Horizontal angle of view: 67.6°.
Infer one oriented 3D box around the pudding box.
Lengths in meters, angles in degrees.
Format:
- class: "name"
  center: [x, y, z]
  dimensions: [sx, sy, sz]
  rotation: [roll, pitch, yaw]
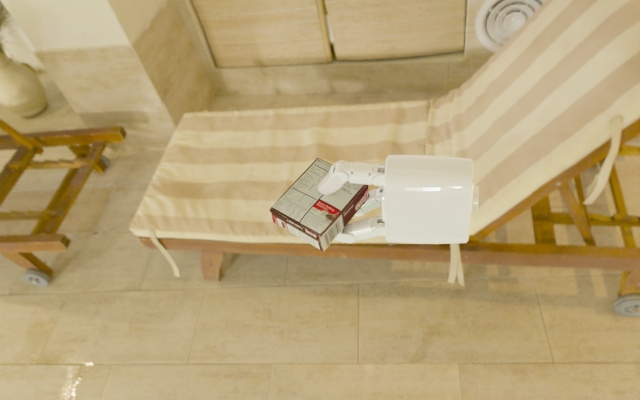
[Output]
- class: "pudding box"
  center: [0.000, 0.002, 0.657]
  dimensions: [0.090, 0.113, 0.039]
  rotation: [27, -31, 28]
